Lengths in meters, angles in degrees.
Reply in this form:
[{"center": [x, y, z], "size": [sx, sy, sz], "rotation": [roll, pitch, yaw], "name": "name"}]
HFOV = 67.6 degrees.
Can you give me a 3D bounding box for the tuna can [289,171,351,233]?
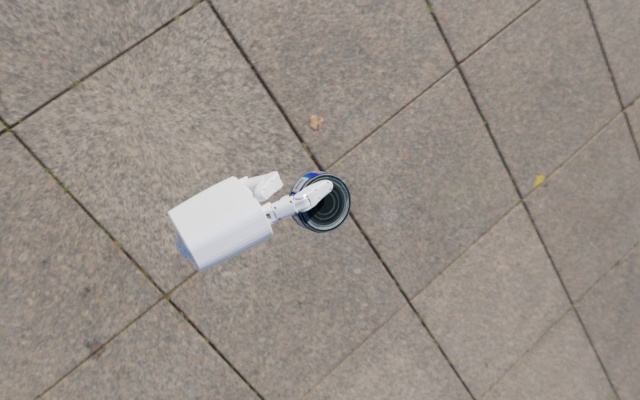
[{"center": [0.000, 0.002, 0.673], "size": [0.086, 0.086, 0.033], "rotation": [0, 7, -26], "name": "tuna can"}]
